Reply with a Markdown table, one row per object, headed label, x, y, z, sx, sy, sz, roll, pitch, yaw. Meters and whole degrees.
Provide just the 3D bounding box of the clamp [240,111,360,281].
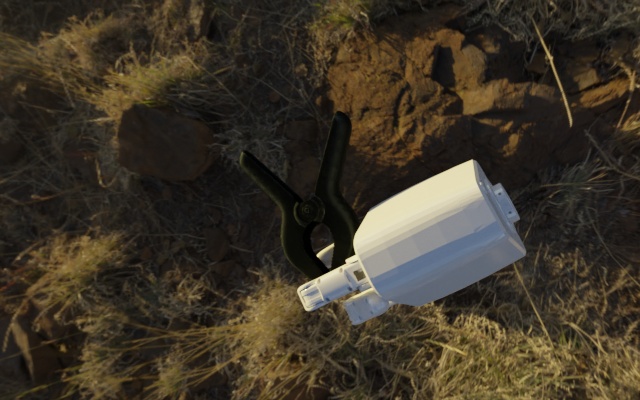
| label | x | y | z | sx | sy | sz | roll | pitch | yaw |
| --- | --- | --- | --- | --- | --- | --- | --- | --- | --- |
| clamp | 0.000 | 0.002 | 0.455 | 0.120 | 0.171 | 0.039 | -30 | -11 | 22 |
